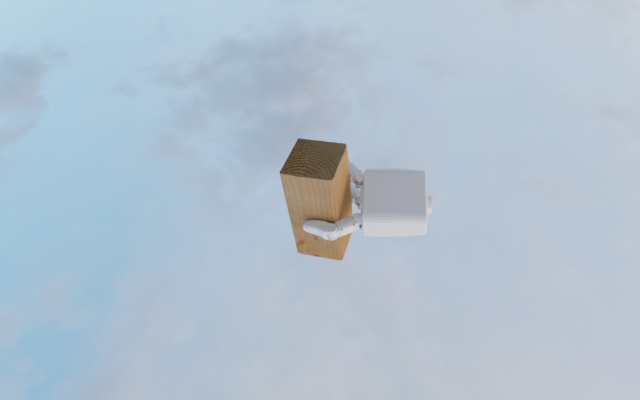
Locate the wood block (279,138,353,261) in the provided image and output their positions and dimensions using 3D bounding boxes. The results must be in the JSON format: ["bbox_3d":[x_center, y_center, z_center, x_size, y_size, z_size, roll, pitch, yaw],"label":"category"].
[{"bbox_3d":[0.000,0.003,0.836,0.090,0.090,0.206,9,-42,16],"label":"wood block"}]
